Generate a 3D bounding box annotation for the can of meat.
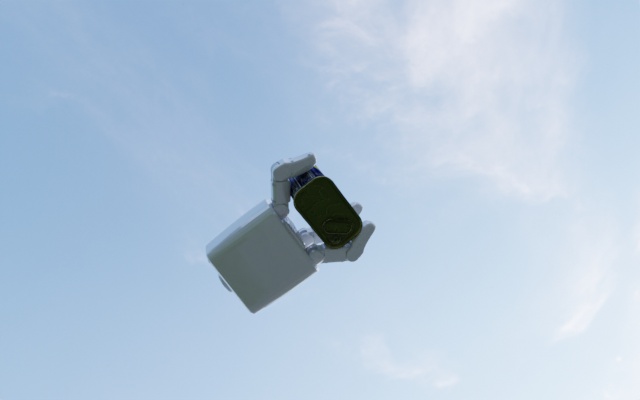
[{"bbox_3d":[0.000,0.002,0.632,0.057,0.102,0.084,-38,27,1],"label":"can of meat"}]
